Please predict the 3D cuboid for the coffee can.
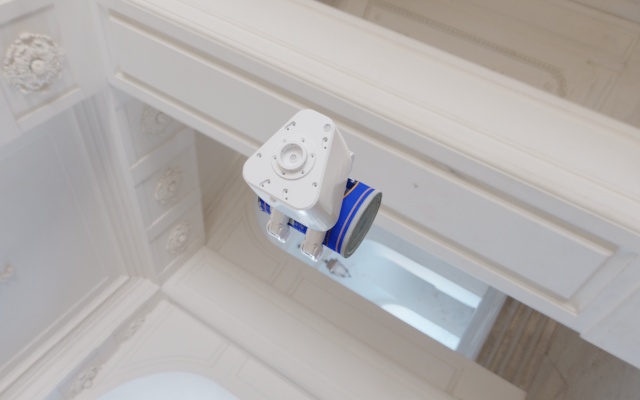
[{"bbox_3d":[0.000,0.002,0.663,0.140,0.103,0.103,28,9,16],"label":"coffee can"}]
